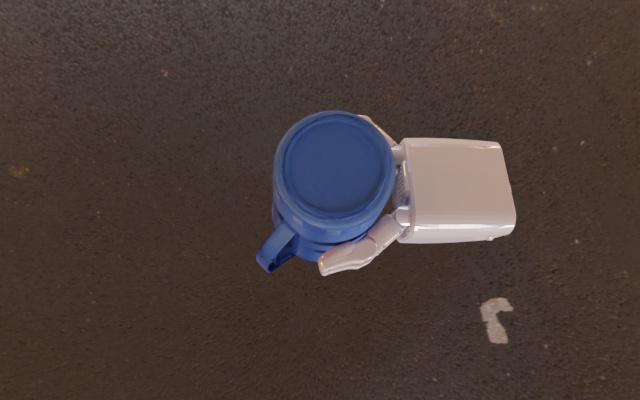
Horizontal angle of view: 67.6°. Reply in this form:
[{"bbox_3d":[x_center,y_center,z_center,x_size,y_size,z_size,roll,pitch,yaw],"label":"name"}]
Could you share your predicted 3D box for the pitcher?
[{"bbox_3d":[0.000,0.002,0.523,0.145,0.149,0.243,1,-11,-2],"label":"pitcher"}]
